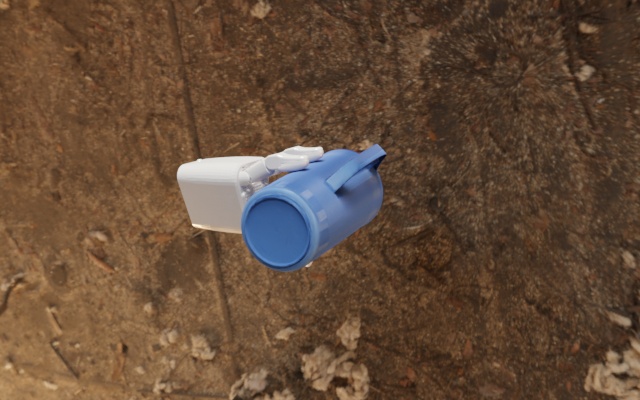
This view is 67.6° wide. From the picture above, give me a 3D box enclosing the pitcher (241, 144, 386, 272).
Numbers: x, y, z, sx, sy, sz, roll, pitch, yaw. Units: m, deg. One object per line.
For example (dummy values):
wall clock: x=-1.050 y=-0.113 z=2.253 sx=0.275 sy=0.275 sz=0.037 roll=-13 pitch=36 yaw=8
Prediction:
pitcher: x=0.000 y=0.002 z=0.671 sx=0.145 sy=0.149 sz=0.242 roll=5 pitch=16 yaw=22
